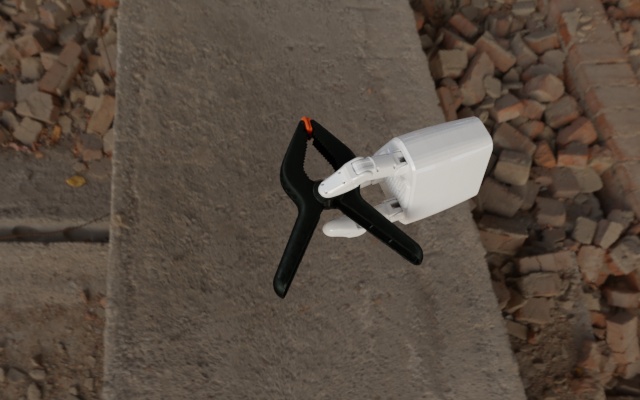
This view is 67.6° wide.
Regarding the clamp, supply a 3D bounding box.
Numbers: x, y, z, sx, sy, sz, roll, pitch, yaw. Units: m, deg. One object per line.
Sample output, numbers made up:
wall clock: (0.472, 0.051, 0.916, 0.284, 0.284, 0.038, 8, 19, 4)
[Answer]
clamp: (0.000, 0.001, 0.534, 0.164, 0.210, 0.036, -18, -22, -15)
